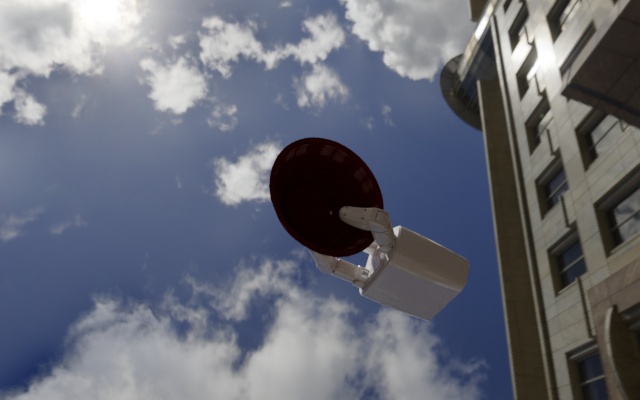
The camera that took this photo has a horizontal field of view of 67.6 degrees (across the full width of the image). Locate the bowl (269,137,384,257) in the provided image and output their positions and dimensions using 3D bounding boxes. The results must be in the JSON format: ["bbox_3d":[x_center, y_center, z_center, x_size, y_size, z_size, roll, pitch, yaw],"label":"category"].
[{"bbox_3d":[-0.001,0.001,0.616,0.162,0.162,0.055,0,-22,-30],"label":"bowl"}]
